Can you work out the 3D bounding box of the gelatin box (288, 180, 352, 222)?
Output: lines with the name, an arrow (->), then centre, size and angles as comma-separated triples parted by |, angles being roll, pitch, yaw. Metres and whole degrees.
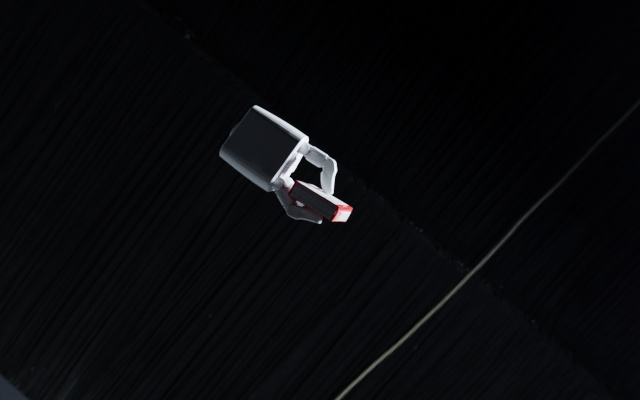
gelatin box -> 0.001, 0.002, 0.782 | 0.089, 0.030, 0.073 | 30, 7, 19
